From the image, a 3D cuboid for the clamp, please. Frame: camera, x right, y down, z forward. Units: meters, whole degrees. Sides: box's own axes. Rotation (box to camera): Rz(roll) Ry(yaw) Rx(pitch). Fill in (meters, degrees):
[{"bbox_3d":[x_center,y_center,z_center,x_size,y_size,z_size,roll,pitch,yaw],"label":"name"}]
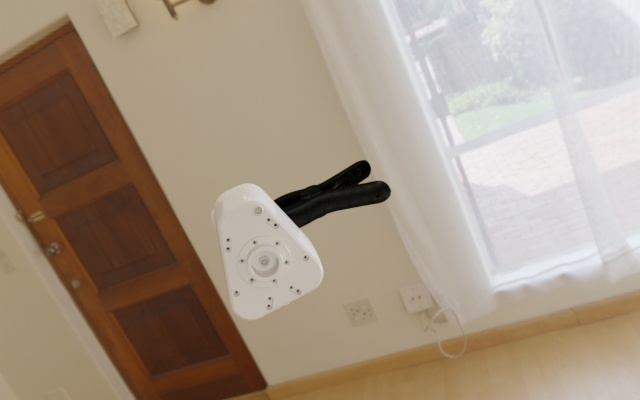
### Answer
[{"bbox_3d":[0.000,0.001,0.564,0.171,0.039,0.120,-26,13,-7],"label":"clamp"}]
